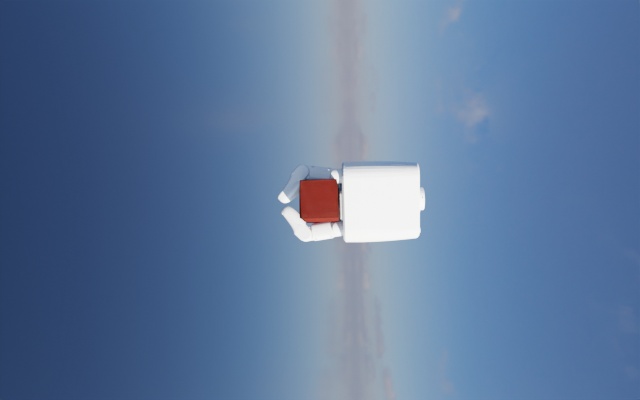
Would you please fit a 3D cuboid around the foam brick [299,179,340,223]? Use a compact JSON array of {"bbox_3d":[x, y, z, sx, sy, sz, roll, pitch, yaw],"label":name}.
[{"bbox_3d":[0.000,0.002,0.659,0.051,0.053,0.078,-1,-7,4],"label":"foam brick"}]
